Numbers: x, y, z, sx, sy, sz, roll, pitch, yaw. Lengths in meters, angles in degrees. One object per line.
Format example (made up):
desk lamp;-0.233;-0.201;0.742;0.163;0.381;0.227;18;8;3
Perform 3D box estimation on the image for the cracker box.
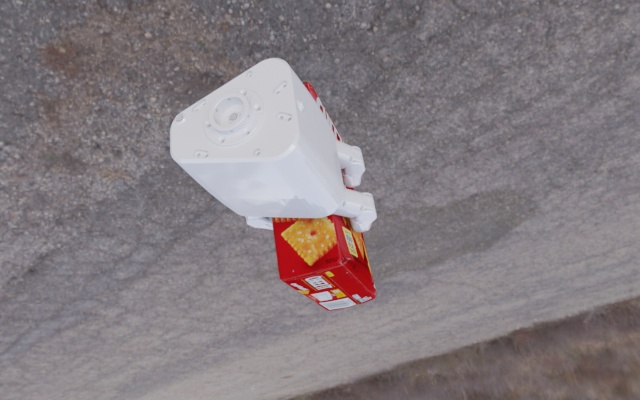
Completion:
cracker box;0.000;0.002;0.542;0.072;0.213;0.164;-15;-26;12
